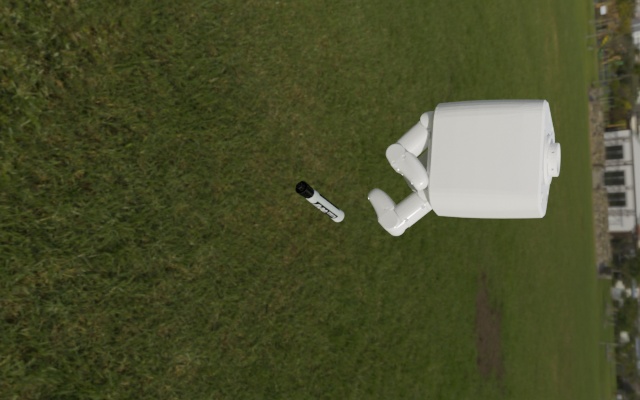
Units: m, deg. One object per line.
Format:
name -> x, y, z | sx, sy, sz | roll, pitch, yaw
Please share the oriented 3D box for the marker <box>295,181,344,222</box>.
marker -> 0.000, 0.002, 0.672 | 0.020, 0.020, 0.121 | 0, -21, 29
